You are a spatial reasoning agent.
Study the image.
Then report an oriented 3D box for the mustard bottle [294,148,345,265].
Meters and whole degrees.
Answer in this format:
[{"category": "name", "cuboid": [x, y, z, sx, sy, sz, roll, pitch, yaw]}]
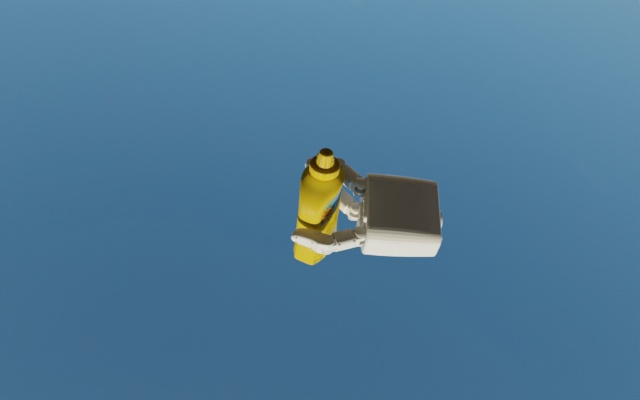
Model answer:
[{"category": "mustard bottle", "cuboid": [0.000, 0.002, 0.686, 0.058, 0.192, 0.096, 22, 49, 13]}]
